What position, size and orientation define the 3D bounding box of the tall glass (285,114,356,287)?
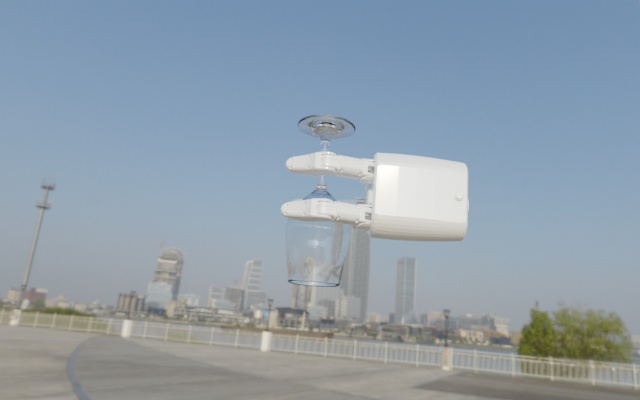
[{"bbox_3d":[0.000,0.001,0.584,0.079,0.201,0.079,5,-14,1],"label":"tall glass"}]
